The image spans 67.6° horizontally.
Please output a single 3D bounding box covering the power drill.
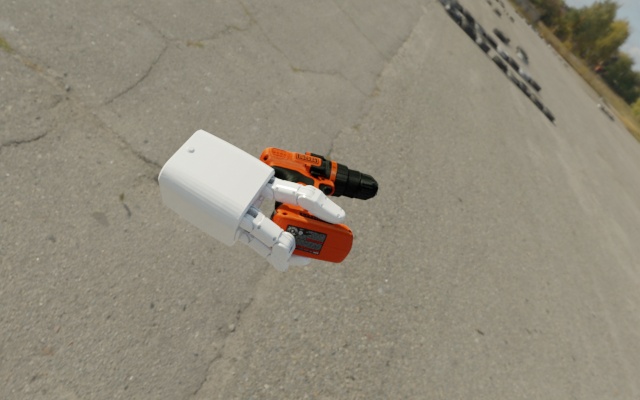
[{"bbox_3d":[0.000,0.002,0.657,0.184,0.057,0.187,12,32,-10],"label":"power drill"}]
